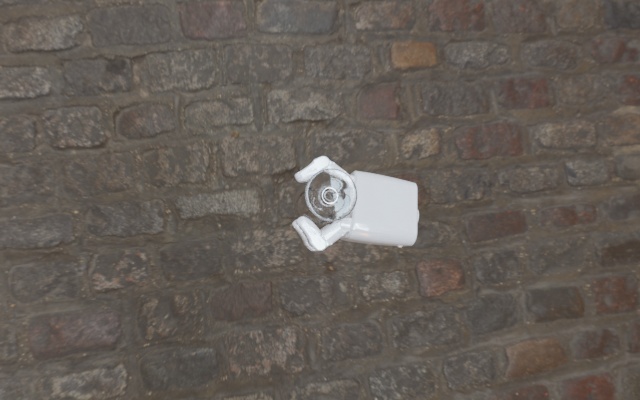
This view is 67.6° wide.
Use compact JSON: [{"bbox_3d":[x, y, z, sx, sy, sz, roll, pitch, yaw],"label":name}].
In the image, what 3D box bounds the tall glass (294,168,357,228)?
[{"bbox_3d":[0.000,0.002,0.761,0.079,0.079,0.201,0,-6,-9],"label":"tall glass"}]
